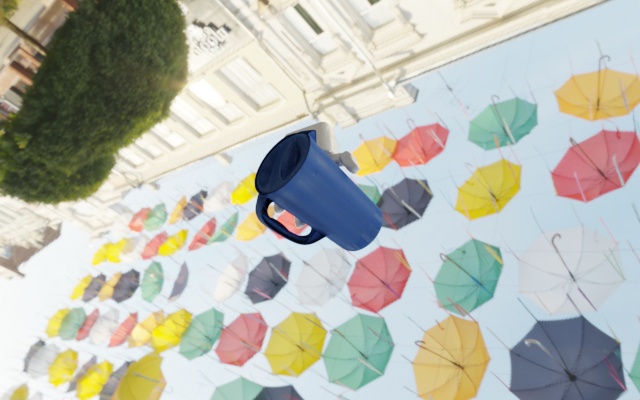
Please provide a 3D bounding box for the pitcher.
[{"bbox_3d":[0.000,0.003,0.881,0.149,0.145,0.243,-32,-53,25],"label":"pitcher"}]
